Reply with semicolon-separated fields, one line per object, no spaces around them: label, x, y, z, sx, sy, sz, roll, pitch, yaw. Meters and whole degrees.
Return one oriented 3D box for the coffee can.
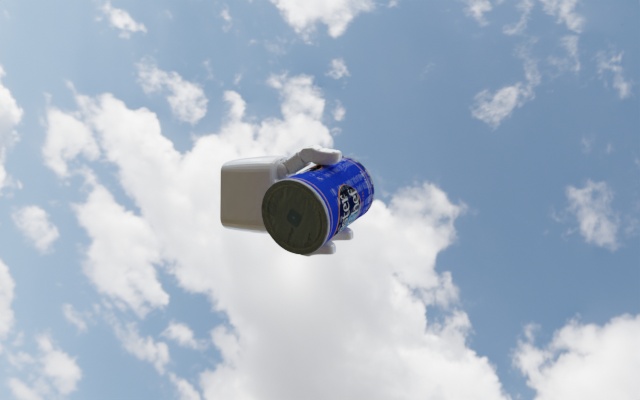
coffee can;0.000;0.002;0.668;0.103;0.103;0.140;0;17;32
